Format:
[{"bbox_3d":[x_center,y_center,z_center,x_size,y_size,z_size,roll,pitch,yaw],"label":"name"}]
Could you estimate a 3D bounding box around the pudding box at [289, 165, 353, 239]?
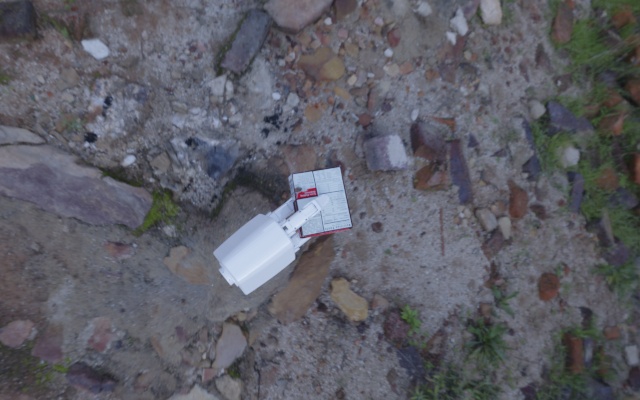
[{"bbox_3d":[0.000,0.003,0.815,0.090,0.113,0.039,-9,-6,-12],"label":"pudding box"}]
